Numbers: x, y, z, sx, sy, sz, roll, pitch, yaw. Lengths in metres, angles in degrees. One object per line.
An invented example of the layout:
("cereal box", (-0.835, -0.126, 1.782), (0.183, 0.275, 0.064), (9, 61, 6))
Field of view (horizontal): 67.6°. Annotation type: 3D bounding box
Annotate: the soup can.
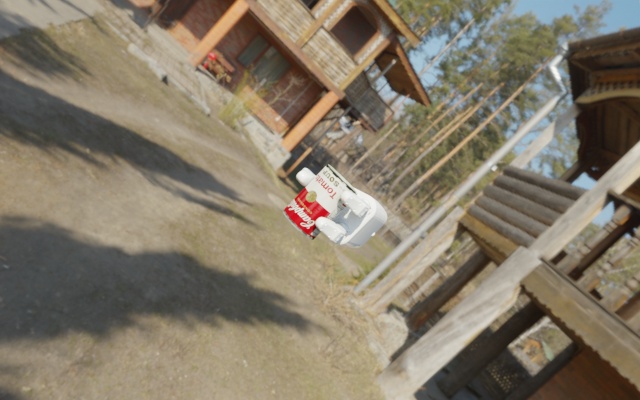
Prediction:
("soup can", (0.000, 0.002, 0.746), (0.068, 0.102, 0.068), (44, 7, -6))
